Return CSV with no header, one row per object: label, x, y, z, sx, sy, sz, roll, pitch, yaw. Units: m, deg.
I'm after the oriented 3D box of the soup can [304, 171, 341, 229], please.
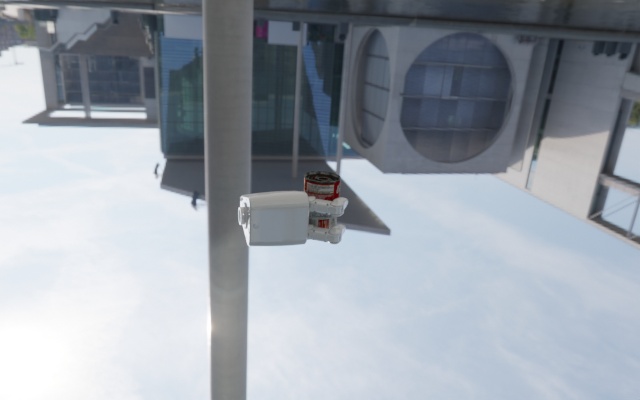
soup can,0.001,0.003,0.894,0.068,0.102,0.068,4,19,-1
